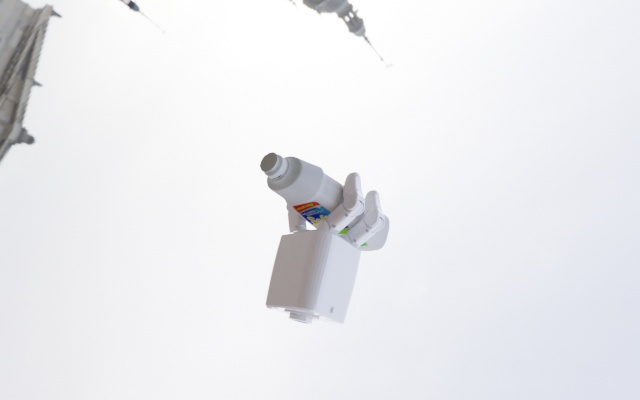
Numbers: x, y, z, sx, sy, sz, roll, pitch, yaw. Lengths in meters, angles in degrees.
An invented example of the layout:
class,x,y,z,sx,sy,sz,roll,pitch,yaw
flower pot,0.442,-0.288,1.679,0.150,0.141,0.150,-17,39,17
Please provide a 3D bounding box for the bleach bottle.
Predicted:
class,x,y,z,sx,sy,sz,roll,pitch,yaw
bleach bottle,0.000,0.002,0.682,0.102,0.068,0.251,0,-23,38
